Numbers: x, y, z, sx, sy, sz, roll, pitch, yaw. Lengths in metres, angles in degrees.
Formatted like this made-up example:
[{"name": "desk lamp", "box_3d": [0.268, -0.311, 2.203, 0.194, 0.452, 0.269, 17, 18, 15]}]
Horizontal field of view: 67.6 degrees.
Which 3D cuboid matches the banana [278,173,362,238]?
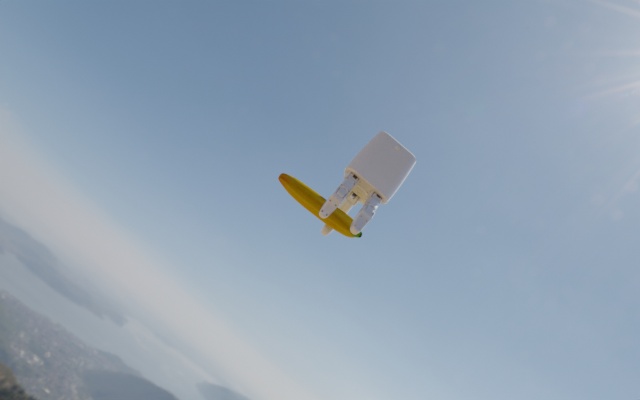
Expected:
[{"name": "banana", "box_3d": [0.005, 0.013, 0.881, 0.197, 0.037, 0.070, 35, -16, 21]}]
